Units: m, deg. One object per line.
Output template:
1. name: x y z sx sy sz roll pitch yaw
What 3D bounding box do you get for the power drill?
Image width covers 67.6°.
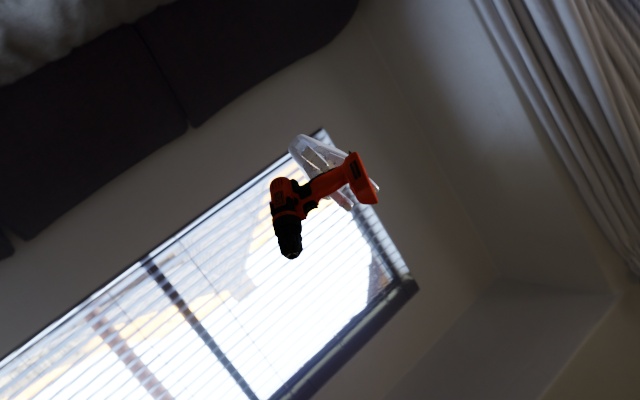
1. power drill: 0.001 0.002 0.833 0.187 0.184 0.057 -22 -43 8
